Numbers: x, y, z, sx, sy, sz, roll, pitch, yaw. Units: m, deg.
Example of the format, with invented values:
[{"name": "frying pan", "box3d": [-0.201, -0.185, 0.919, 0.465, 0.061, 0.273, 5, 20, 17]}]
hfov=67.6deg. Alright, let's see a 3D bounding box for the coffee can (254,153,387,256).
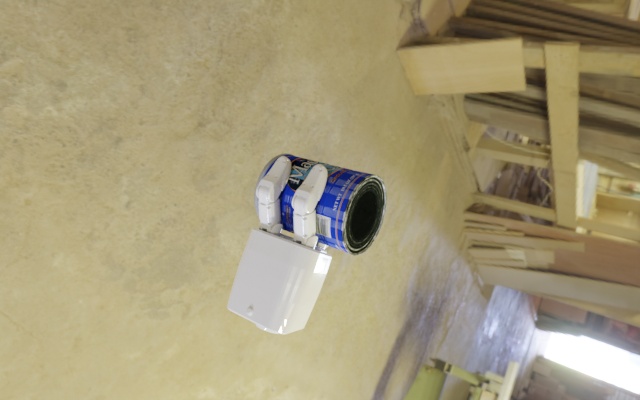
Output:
[{"name": "coffee can", "box3d": [0.000, 0.002, 0.621, 0.140, 0.103, 0.103, 16, 9, 32]}]
